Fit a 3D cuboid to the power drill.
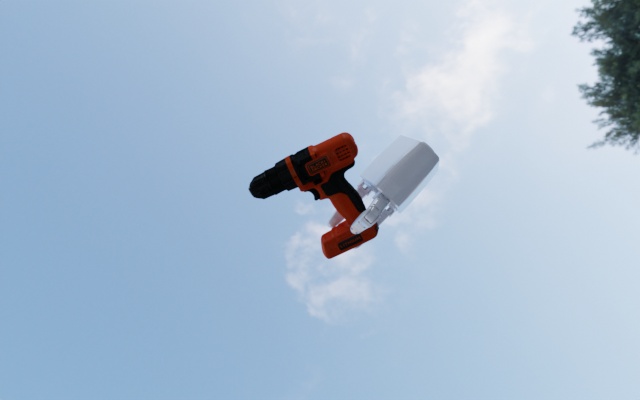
[{"bbox_3d":[0.001,0.003,0.779,0.184,0.188,0.057,-25,26,6],"label":"power drill"}]
